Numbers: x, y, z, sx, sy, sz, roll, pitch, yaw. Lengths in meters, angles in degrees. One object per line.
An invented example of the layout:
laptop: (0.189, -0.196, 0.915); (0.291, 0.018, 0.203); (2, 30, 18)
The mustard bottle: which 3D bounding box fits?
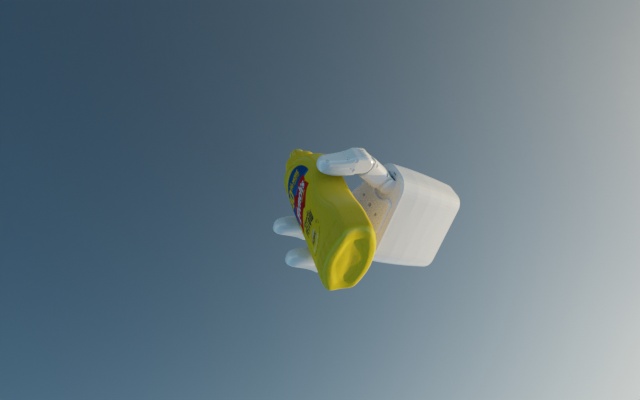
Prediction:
mustard bottle: (0.000, 0.002, 0.550); (0.058, 0.096, 0.191); (-6, 43, -19)
